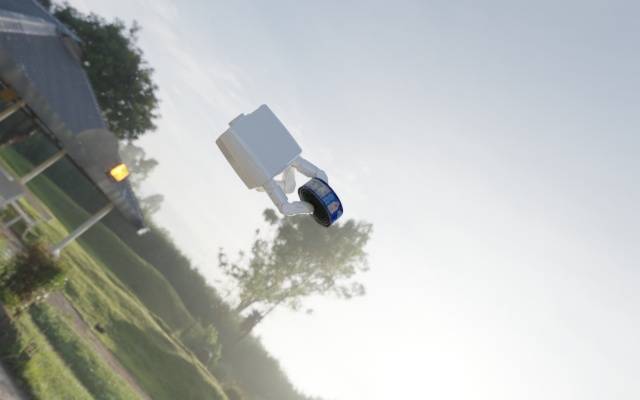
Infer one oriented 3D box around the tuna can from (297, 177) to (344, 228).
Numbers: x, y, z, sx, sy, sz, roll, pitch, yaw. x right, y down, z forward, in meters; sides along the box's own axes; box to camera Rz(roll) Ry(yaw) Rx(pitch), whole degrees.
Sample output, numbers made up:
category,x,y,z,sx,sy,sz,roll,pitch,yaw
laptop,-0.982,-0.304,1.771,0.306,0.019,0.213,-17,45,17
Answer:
category,x,y,z,sx,sy,sz,roll,pitch,yaw
tuna can,0.001,0.002,0.823,0.033,0.086,0.086,-38,15,-20
